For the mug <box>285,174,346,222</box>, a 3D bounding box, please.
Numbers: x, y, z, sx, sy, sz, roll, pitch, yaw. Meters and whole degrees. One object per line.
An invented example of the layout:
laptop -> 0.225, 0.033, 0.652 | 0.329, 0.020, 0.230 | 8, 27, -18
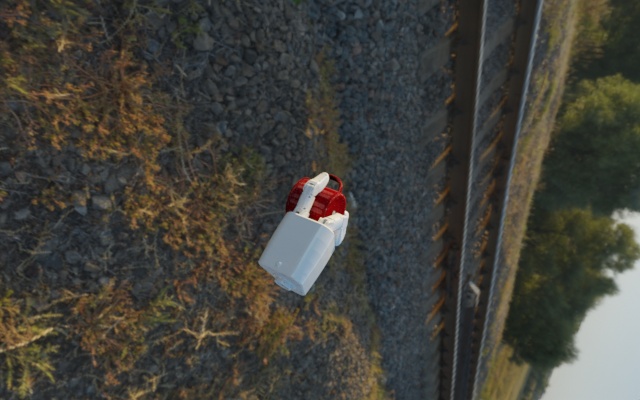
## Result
mug -> 0.001, 0.002, 0.899 | 0.081, 0.117, 0.093 | 21, -21, 29
